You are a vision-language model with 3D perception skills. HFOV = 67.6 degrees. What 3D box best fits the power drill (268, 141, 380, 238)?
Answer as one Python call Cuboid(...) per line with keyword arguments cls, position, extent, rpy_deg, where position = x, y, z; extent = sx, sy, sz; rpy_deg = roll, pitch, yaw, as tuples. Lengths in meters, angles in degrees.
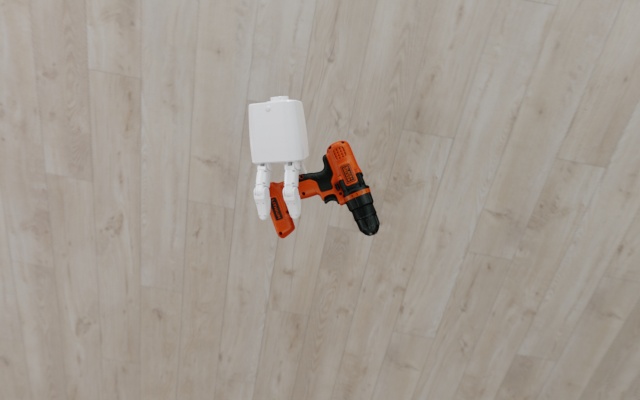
Cuboid(cls="power drill", position=(0.000, 0.003, 0.884), extent=(0.187, 0.184, 0.057), rpy_deg=(-22, -8, 3))
